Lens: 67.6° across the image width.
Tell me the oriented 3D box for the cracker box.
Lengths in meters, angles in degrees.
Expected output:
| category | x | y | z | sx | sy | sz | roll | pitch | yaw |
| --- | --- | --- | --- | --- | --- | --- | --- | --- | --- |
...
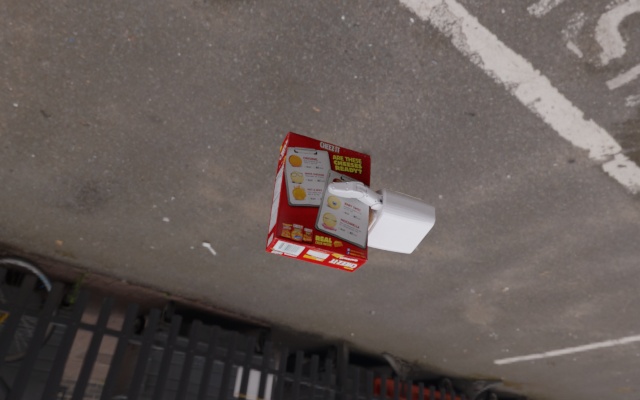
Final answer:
| category | x | y | z | sx | sy | sz | roll | pitch | yaw |
| --- | --- | --- | --- | --- | --- | --- | --- | --- | --- |
| cracker box | 0.000 | 0.003 | 0.837 | 0.164 | 0.213 | 0.072 | 15 | -32 | -17 |
